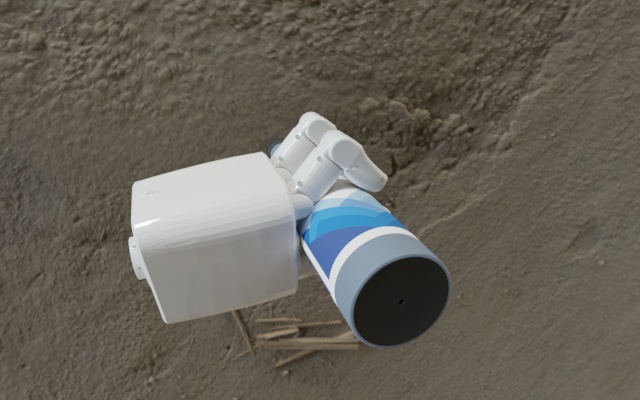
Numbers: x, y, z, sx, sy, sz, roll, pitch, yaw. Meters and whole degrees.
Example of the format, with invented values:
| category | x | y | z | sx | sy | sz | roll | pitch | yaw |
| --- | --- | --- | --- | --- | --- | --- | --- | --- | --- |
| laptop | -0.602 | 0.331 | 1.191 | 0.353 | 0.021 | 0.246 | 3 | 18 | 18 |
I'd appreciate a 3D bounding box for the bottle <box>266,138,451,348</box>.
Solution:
| category | x | y | z | sx | sy | sz | roll | pitch | yaw |
| --- | --- | --- | --- | --- | --- | --- | --- | --- | --- |
| bottle | 0.000 | 0.001 | 0.404 | 0.069 | 0.069 | 0.295 | 0 | 23 | -21 |
